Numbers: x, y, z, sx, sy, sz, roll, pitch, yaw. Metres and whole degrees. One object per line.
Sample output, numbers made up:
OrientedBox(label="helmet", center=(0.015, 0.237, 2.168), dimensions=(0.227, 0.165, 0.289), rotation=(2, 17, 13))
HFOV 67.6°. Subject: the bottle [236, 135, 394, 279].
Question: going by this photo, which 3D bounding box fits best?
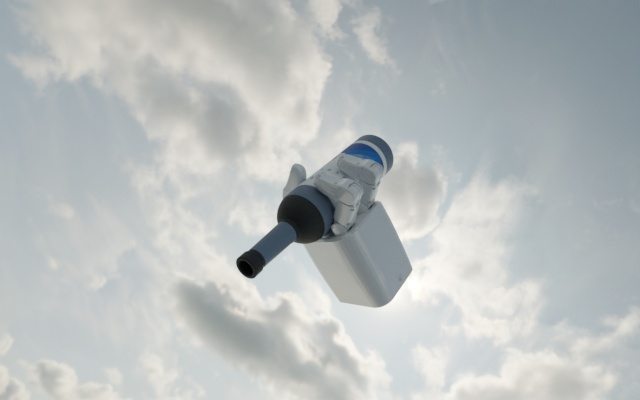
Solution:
OrientedBox(label="bottle", center=(0.000, 0.002, 0.598), dimensions=(0.069, 0.069, 0.295), rotation=(0, 28, 36))
